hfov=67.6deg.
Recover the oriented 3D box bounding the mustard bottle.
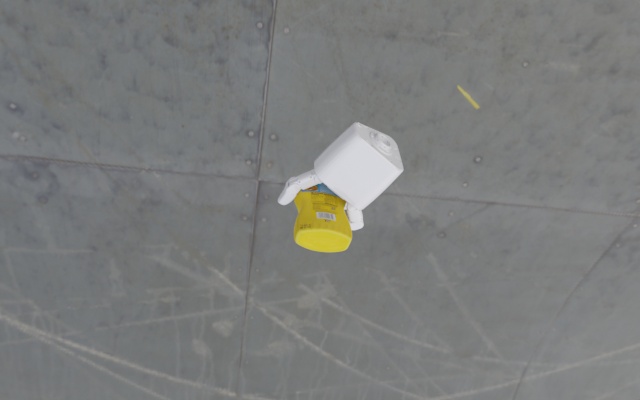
[{"bbox_3d":[0.000,0.003,0.858,0.096,0.058,0.191,8,43,-12],"label":"mustard bottle"}]
